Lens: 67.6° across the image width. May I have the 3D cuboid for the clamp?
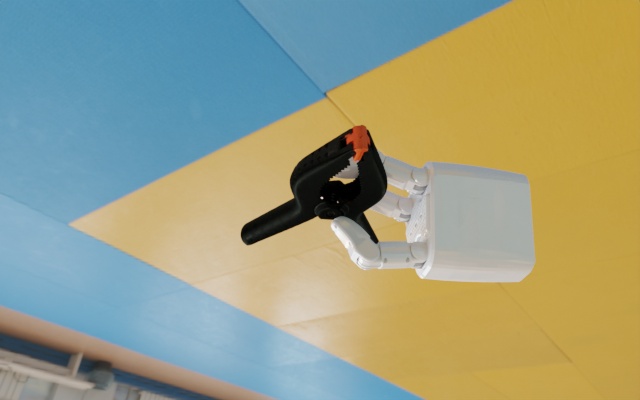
[{"bbox_3d":[0.000,0.002,0.487,0.164,0.036,0.210,2,-33,-7],"label":"clamp"}]
